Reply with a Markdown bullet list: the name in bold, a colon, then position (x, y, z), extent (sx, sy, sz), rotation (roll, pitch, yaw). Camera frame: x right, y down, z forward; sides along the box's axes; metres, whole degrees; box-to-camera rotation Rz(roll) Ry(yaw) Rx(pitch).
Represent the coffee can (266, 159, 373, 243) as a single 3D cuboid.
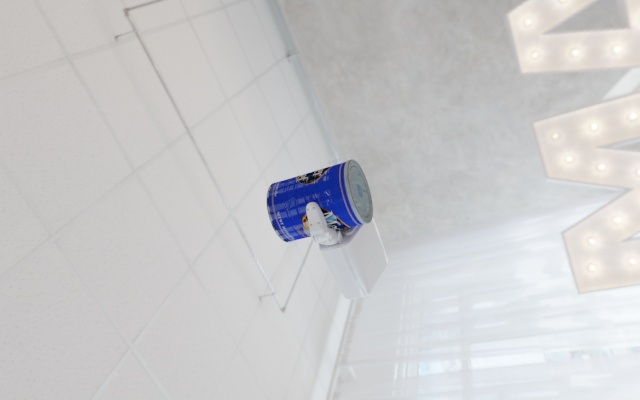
- **coffee can**: position (0.000, 0.002, 0.761), extent (0.140, 0.103, 0.103), rotation (-15, -6, 21)
